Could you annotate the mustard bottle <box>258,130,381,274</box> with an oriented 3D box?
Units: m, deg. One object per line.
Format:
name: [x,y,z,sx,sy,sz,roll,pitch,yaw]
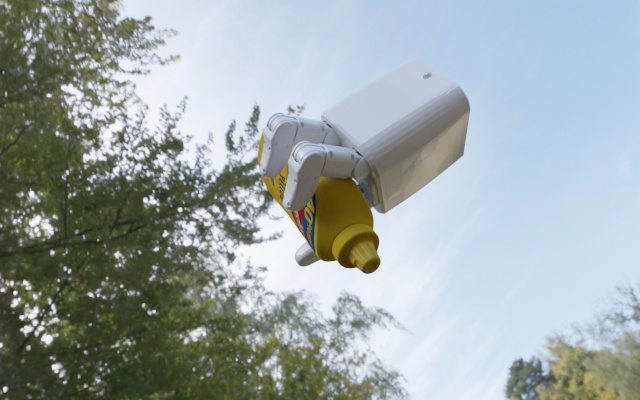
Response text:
mustard bottle: [0.000,0.001,0.455,0.058,0.096,0.191,-15,40,-23]
